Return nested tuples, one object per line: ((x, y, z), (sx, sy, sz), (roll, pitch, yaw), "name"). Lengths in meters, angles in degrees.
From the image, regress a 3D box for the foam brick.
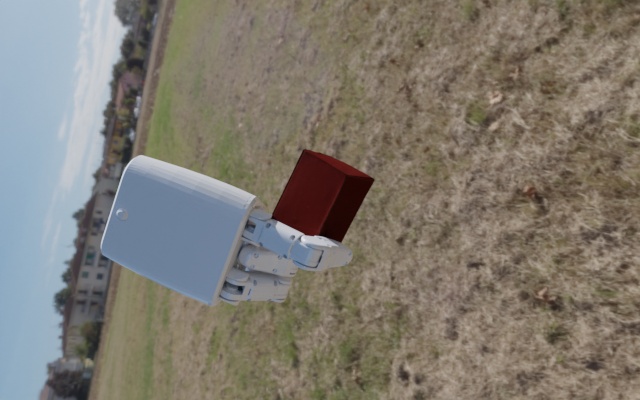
((0.000, 0.001, 0.421), (0.051, 0.078, 0.053), (34, 14, 28), "foam brick")
